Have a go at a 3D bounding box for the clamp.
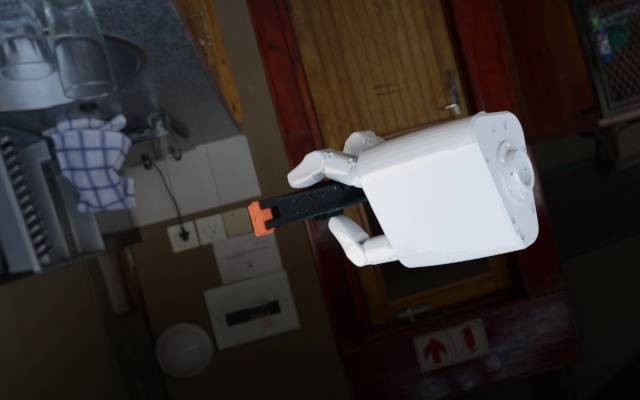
[{"bbox_3d":[0.000,0.002,0.485,0.164,0.036,0.210,-18,-2,44],"label":"clamp"}]
